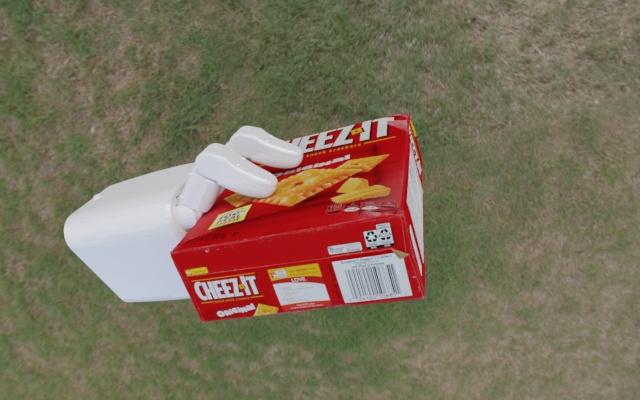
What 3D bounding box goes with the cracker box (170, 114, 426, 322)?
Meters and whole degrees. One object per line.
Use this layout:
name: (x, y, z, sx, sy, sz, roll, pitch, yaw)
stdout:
cracker box: (0.000, 0.002, 0.402, 0.164, 0.072, 0.213, -10, 24, 16)
